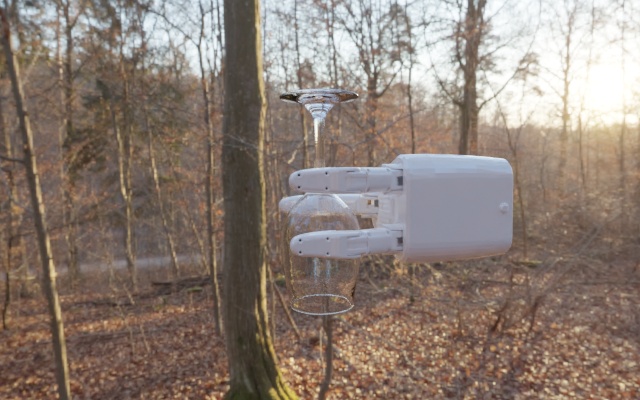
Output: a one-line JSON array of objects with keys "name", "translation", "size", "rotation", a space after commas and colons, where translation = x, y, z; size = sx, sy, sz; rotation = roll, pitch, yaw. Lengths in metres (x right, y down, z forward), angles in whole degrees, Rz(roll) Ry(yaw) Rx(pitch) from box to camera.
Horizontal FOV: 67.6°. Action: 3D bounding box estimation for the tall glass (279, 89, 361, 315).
[{"name": "tall glass", "translation": [0.000, 0.001, 0.453], "size": [0.079, 0.201, 0.079], "rotation": [0, 4, 0]}]
